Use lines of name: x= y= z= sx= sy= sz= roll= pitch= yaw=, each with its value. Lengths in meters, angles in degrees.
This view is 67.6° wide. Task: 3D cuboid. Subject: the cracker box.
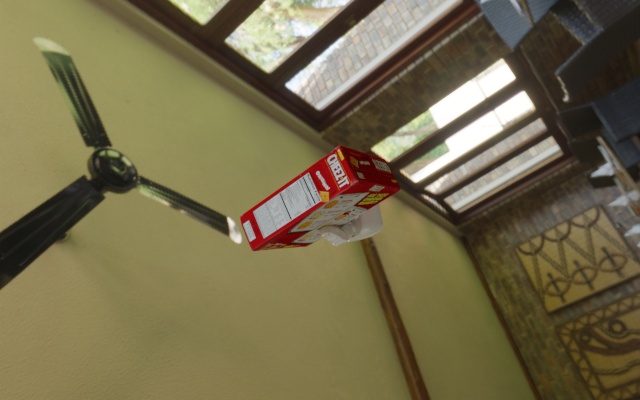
cracker box: x=0.000 y=0.003 z=0.777 sx=0.214 sy=0.072 sz=0.164 roll=-34 pitch=-19 yaw=25
